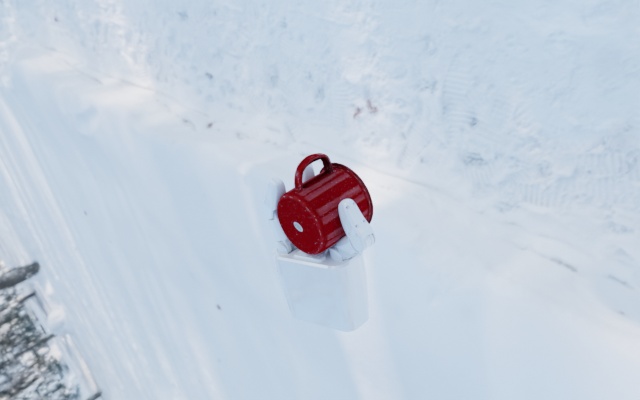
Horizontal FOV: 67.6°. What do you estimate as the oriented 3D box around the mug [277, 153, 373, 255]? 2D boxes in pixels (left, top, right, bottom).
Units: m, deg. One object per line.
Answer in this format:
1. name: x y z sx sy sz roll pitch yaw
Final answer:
1. mug: 0.000 0.001 0.568 0.081 0.117 0.093 -31 31 -35
